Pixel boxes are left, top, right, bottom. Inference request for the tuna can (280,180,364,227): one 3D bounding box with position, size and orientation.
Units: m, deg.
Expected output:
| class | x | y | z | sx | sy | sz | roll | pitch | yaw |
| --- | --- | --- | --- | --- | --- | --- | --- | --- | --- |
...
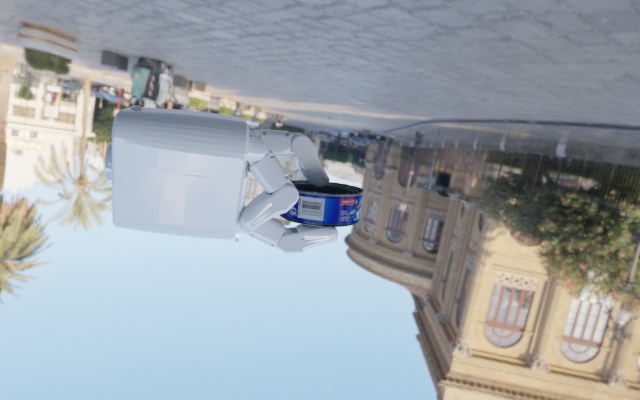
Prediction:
| class | x | y | z | sx | sy | sz | roll | pitch | yaw |
| --- | --- | --- | --- | --- | --- | --- | --- | --- | --- |
| tuna can | 0.000 | 0.002 | 0.490 | 0.086 | 0.034 | 0.086 | 5 | 10 | -1 |
